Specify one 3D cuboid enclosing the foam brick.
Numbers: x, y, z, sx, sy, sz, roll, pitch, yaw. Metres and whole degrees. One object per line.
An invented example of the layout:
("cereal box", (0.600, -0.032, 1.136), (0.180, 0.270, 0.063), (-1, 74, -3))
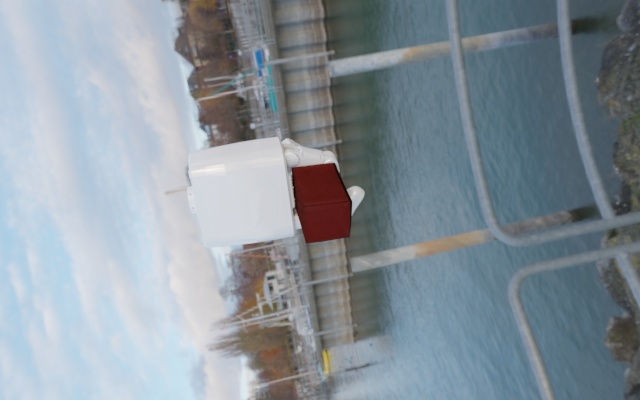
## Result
("foam brick", (0.000, 0.002, 0.531), (0.051, 0.053, 0.078), (-8, 37, -10))
